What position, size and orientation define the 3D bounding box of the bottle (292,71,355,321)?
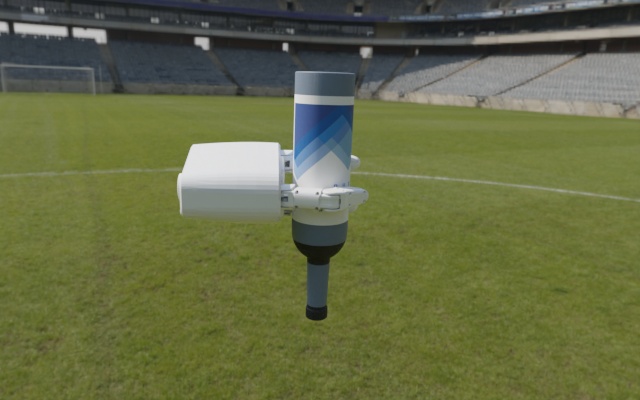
[{"bbox_3d":[0.000,0.002,0.562,0.069,0.296,0.069,2,14,0],"label":"bottle"}]
